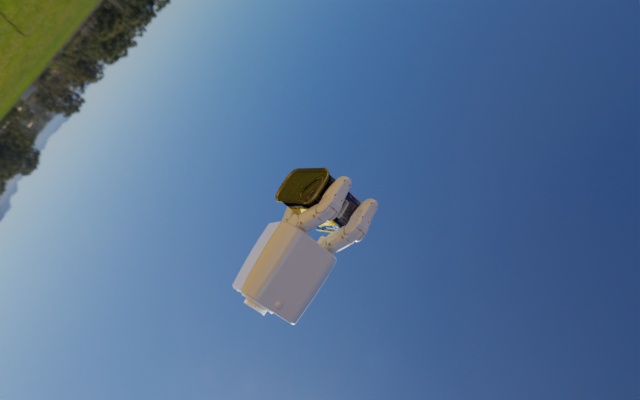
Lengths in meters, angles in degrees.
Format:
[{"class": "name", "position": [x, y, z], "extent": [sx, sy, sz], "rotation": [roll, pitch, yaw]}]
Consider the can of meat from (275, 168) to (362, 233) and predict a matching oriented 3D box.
[{"class": "can of meat", "position": [0.000, 0.002, 0.666], "extent": [0.084, 0.057, 0.102], "rotation": [41, -20, -29]}]
